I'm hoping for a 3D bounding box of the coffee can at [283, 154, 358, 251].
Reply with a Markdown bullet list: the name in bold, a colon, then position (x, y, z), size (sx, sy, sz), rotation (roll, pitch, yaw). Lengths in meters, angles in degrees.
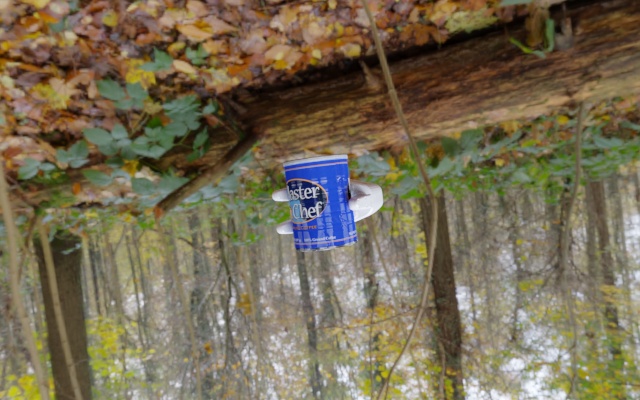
- **coffee can**: position (0.000, 0.002, 0.760), size (0.103, 0.140, 0.103), rotation (-7, 2, 0)
